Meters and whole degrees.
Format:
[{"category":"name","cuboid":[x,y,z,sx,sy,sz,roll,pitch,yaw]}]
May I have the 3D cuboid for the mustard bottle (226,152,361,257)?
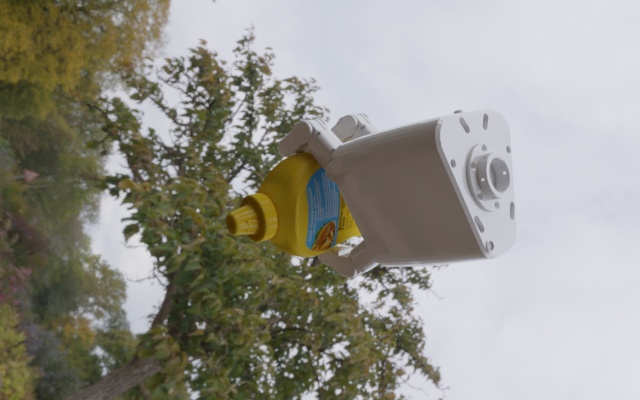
[{"category":"mustard bottle","cuboid":[0.000,0.001,0.447,0.191,0.096,0.058,-14,25,-39]}]
